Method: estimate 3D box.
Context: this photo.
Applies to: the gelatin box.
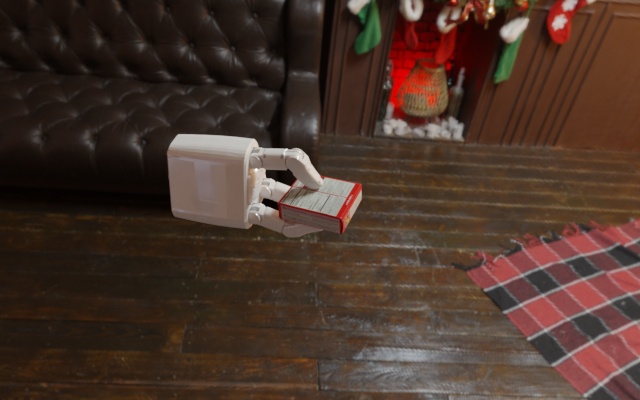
[{"bbox_3d":[0.000,0.002,0.615,0.089,0.030,0.073,12,41,20],"label":"gelatin box"}]
